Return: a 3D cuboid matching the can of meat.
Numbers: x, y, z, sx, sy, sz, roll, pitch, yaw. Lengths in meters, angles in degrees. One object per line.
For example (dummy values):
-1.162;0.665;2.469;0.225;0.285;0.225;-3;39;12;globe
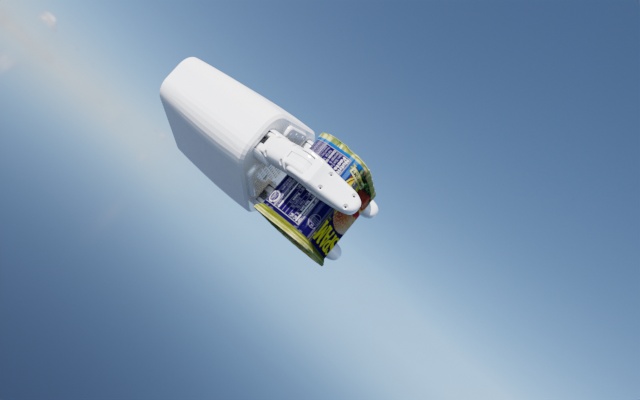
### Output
0.000;0.001;0.413;0.057;0.084;0.102;37;-9;20;can of meat
